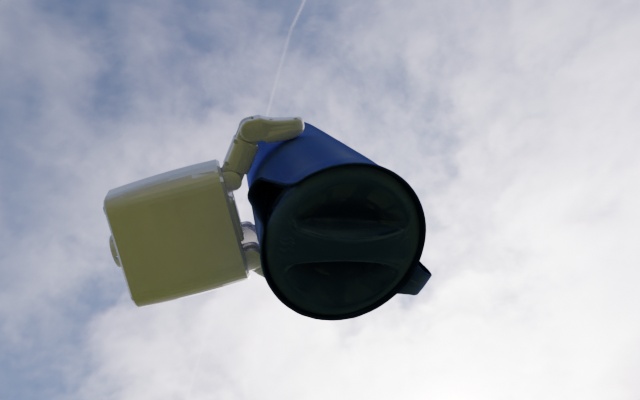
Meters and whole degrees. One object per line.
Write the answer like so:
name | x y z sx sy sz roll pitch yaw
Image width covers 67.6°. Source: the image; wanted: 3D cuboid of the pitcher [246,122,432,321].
pitcher | 0.000 0.002 0.471 0.145 0.149 0.242 -15 23 -9
